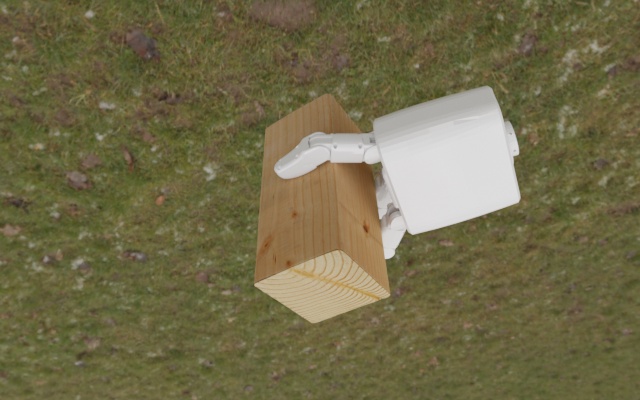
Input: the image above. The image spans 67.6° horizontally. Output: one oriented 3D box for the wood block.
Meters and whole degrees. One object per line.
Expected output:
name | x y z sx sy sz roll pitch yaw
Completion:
wood block | 0.000 0.001 0.484 0.090 0.206 0.091 -25 -47 24
